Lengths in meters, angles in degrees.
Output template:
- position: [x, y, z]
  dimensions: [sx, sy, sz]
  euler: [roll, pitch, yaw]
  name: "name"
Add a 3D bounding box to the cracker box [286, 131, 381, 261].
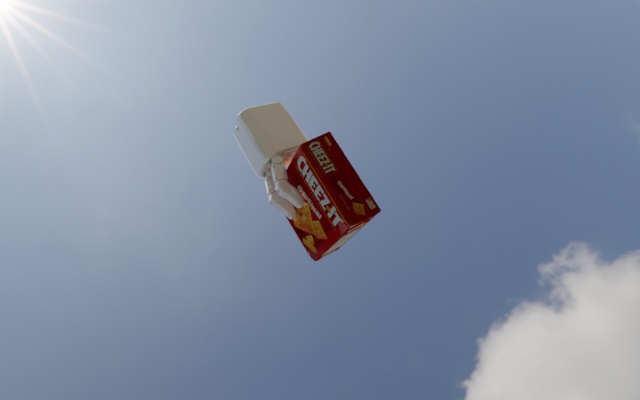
- position: [0.000, 0.003, 0.869]
  dimensions: [0.072, 0.164, 0.214]
  euler: [-27, -12, -26]
  name: "cracker box"
